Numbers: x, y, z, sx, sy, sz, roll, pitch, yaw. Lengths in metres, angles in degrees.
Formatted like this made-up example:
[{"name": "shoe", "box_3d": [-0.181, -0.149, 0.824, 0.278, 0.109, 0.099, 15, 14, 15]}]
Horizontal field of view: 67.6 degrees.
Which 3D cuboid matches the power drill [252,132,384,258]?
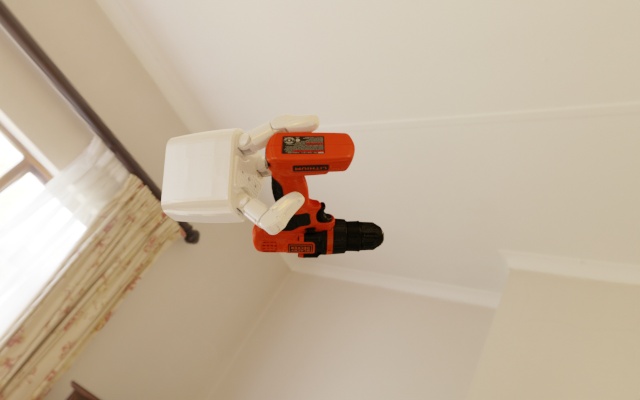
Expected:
[{"name": "power drill", "box_3d": [0.000, 0.002, 0.622, 0.184, 0.188, 0.057, -1, 42, -4]}]
